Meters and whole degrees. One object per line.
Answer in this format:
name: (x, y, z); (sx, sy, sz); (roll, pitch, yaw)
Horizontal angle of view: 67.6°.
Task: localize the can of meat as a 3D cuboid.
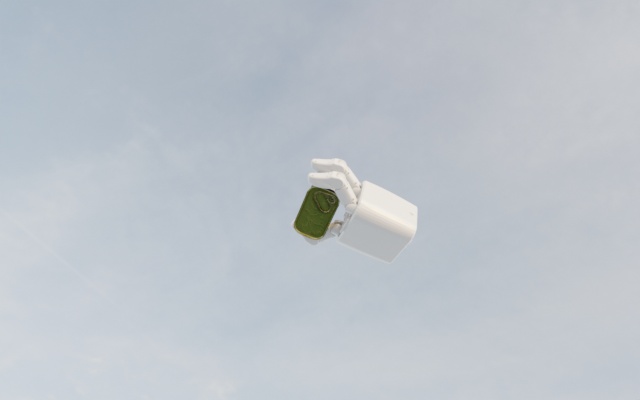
can of meat: (0.000, 0.003, 0.830); (0.057, 0.102, 0.084); (23, 32, -1)
